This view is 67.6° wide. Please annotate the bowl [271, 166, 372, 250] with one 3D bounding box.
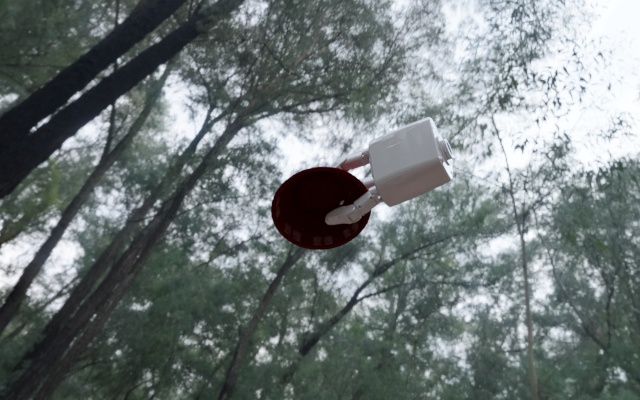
[{"bbox_3d":[-0.001,0.003,0.783,0.162,0.162,0.055,0,34,-5],"label":"bowl"}]
